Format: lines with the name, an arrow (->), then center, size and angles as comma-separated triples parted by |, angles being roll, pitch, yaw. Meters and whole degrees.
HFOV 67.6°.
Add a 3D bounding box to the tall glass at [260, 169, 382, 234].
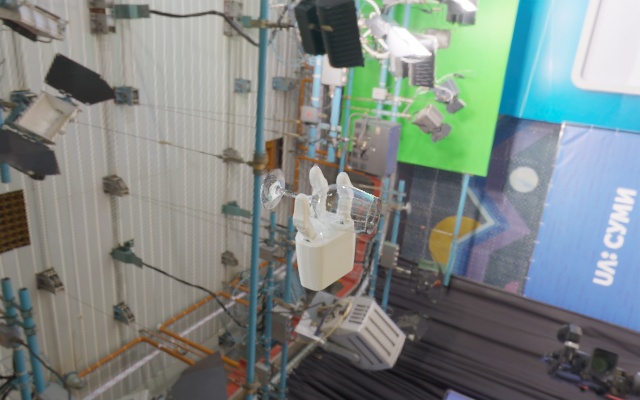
tall glass -> -0.001, 0.002, 0.815 | 0.201, 0.079, 0.079 | 15, 7, 26
